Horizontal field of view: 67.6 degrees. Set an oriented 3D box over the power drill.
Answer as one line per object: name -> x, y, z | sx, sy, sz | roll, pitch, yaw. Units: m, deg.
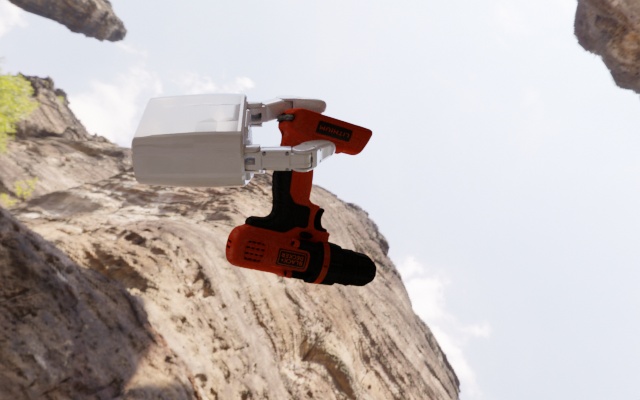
power drill -> 0.000, 0.001, 0.543 | 0.184, 0.187, 0.057 | 14, -1, -25
